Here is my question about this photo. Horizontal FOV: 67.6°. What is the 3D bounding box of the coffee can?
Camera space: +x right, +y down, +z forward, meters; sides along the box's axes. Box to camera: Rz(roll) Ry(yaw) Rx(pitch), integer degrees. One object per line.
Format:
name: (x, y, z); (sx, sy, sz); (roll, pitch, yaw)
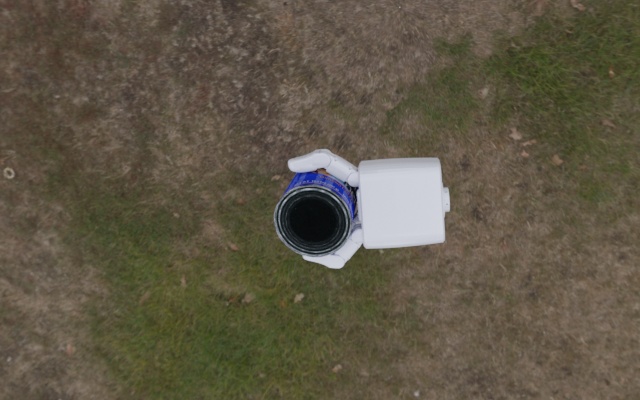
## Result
coffee can: (0.000, 0.002, 0.675); (0.103, 0.103, 0.140); (0, 22, 9)
